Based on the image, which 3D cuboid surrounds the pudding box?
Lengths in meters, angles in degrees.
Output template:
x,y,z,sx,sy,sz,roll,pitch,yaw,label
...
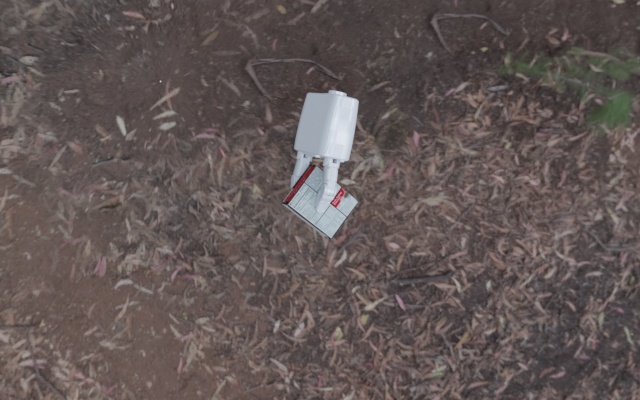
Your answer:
x,y,z,sx,sy,sz,roll,pitch,yaw,label
0.000,0.003,0.858,0.113,0.090,0.039,39,-7,-20,pudding box
